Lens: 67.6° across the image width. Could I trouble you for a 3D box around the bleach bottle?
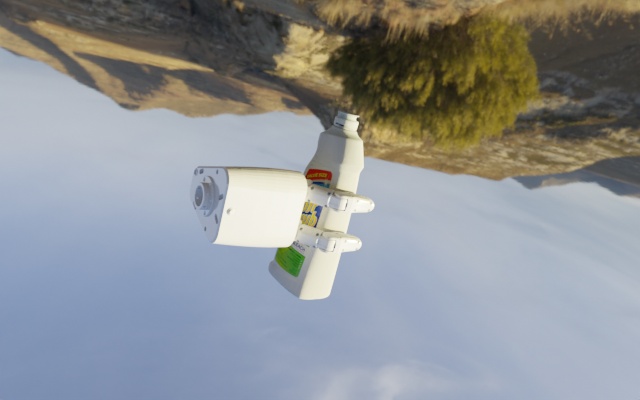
[{"bbox_3d":[0.000,0.002,0.651,0.068,0.251,0.102,4,18,-37],"label":"bleach bottle"}]
